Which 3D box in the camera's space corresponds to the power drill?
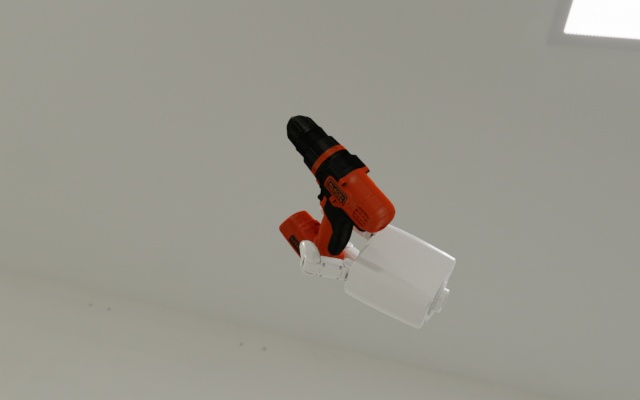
[{"bbox_3d":[0.000,0.003,0.638,0.057,0.184,0.188,-26,-23,-32],"label":"power drill"}]
